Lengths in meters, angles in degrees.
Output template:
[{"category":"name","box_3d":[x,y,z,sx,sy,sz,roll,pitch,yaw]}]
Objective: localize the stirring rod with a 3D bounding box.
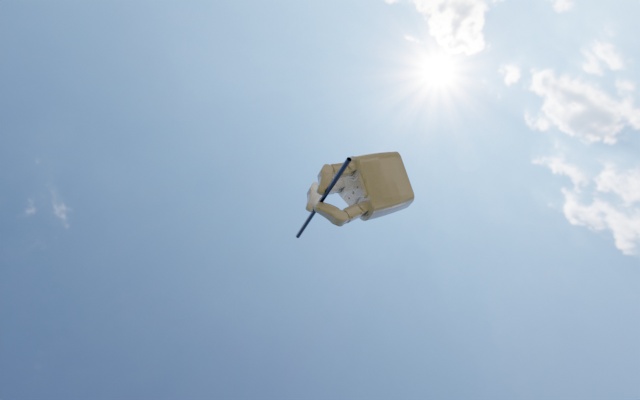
[{"category":"stirring rod","box_3d":[0.000,0.003,0.813,0.011,0.011,0.240,0,-33,-25]}]
